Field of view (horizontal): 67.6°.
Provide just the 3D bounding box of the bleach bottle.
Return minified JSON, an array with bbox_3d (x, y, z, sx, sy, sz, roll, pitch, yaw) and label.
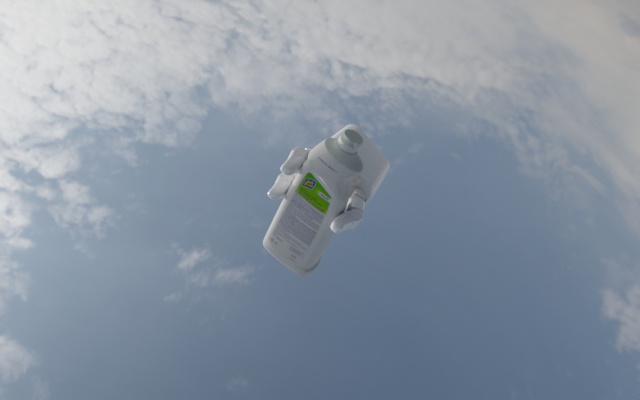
[{"bbox_3d":[0.000,0.002,0.717,0.102,0.251,0.068,36,39,5],"label":"bleach bottle"}]
